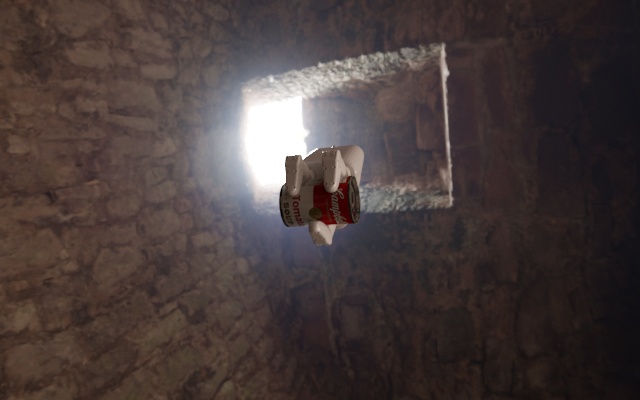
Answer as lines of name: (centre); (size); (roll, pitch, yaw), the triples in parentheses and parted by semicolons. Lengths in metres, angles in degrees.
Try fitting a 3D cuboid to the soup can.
soup can: (0.000, 0.003, 0.676); (0.102, 0.068, 0.068); (-4, -1, 16)
